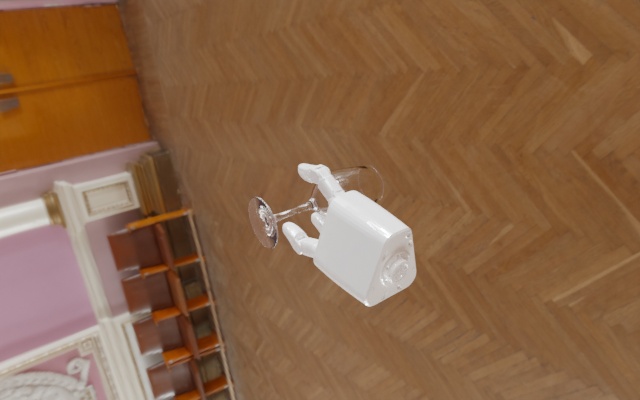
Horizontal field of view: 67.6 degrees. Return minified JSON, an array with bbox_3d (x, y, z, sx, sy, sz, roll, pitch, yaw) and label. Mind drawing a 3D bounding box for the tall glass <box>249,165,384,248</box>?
[{"bbox_3d":[-0.001,0.002,0.705,0.201,0.079,0.079,-20,11,-32],"label":"tall glass"}]
